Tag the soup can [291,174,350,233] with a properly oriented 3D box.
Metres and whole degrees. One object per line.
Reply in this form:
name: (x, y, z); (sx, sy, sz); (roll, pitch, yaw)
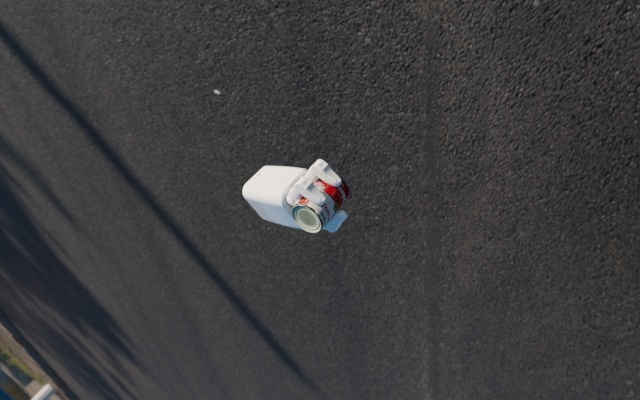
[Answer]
soup can: (0.000, 0.003, 0.879); (0.068, 0.068, 0.102); (0, 37, 41)
